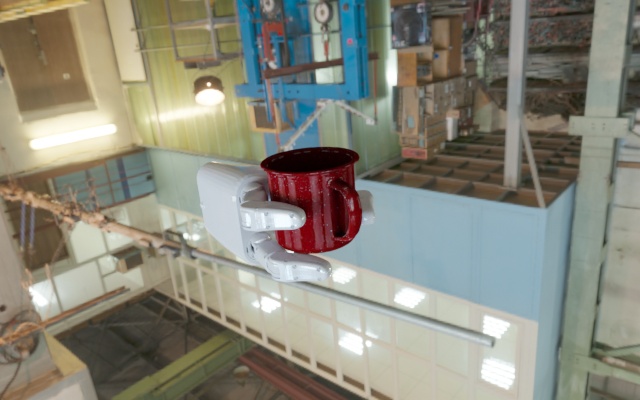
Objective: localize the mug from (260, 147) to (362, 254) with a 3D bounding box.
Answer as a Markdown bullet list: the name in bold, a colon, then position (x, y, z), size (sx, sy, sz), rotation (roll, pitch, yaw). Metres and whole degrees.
- **mug**: position (0.001, 0.002, 0.449), size (0.093, 0.081, 0.117), rotation (-18, 23, -32)
